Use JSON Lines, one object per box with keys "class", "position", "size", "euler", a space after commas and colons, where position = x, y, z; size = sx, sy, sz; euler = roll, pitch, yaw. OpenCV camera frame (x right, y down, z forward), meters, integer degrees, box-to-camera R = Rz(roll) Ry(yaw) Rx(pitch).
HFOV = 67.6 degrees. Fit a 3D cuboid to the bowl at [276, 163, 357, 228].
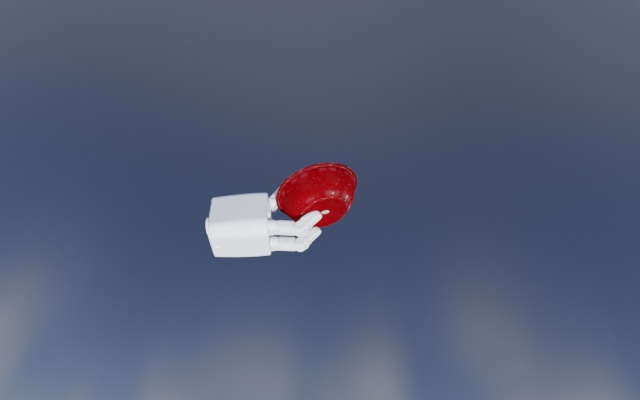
{"class": "bowl", "position": [0.002, 0.003, 0.896], "size": [0.162, 0.055, 0.162], "euler": [-13, -35, -10]}
